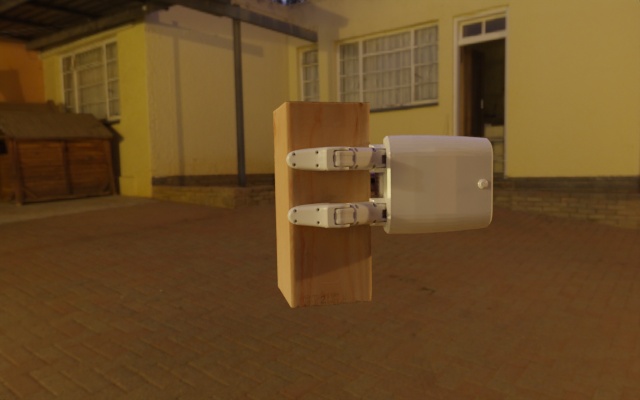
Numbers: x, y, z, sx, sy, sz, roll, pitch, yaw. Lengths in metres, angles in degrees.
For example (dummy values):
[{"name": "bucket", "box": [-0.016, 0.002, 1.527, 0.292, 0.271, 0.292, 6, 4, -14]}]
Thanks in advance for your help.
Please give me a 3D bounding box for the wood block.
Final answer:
[{"name": "wood block", "box": [0.000, 0.002, 0.524, 0.090, 0.206, 0.091, -2, 5, -13]}]
